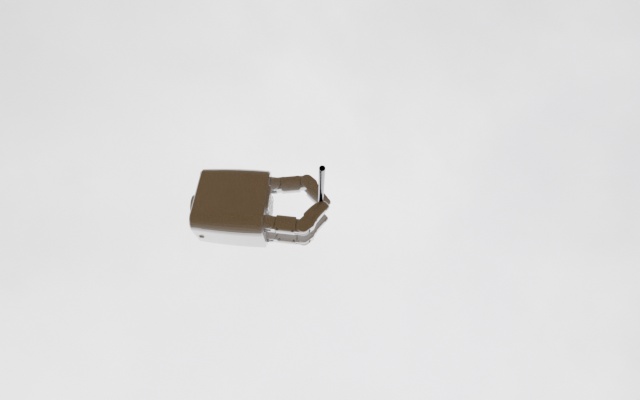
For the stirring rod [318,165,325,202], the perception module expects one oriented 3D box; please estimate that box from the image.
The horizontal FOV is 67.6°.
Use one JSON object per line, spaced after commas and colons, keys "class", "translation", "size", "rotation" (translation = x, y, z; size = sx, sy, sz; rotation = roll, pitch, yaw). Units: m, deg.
{"class": "stirring rod", "translation": [0.000, 0.002, 0.701], "size": [0.011, 0.011, 0.240], "rotation": [0, -20, -1]}
